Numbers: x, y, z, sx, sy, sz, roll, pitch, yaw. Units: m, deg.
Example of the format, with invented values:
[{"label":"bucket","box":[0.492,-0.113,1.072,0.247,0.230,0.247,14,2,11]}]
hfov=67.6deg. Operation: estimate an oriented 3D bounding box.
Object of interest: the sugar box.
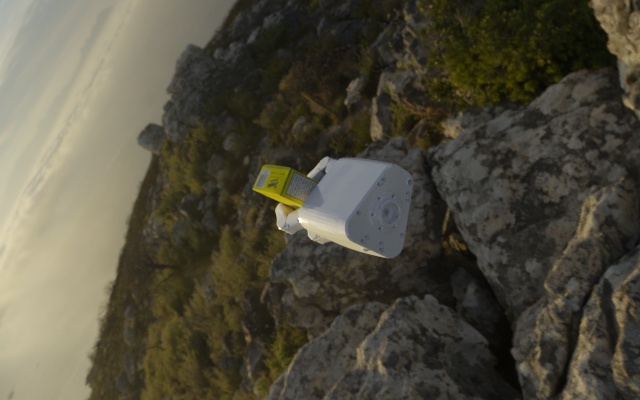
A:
[{"label":"sugar box","box":[0.000,0.003,0.691,0.176,0.048,0.093,27,-7,-30]}]
